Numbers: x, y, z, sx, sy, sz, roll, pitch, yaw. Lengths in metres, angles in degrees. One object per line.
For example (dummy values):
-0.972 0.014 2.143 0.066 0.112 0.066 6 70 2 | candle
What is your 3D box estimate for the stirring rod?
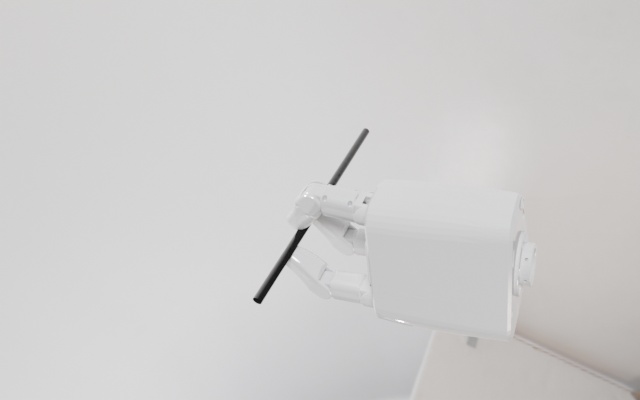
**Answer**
0.000 0.001 0.456 0.011 0.011 0.239 0 41 34 | stirring rod
